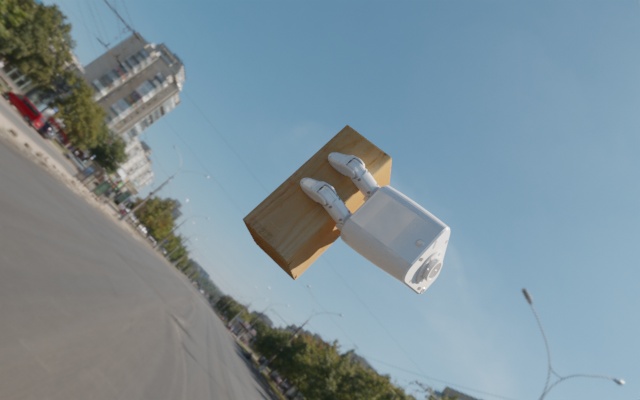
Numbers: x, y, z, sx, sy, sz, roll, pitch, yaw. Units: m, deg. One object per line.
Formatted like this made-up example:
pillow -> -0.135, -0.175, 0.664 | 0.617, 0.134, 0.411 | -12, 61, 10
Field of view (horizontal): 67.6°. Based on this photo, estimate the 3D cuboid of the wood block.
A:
wood block -> 0.001, 0.003, 0.690 | 0.090, 0.206, 0.091 | 40, -17, 22
